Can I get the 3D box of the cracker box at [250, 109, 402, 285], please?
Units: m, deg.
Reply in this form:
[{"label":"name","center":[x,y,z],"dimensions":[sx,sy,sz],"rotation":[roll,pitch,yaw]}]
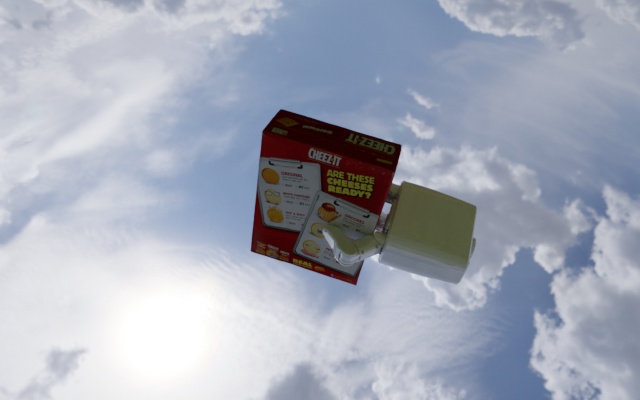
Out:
[{"label":"cracker box","center":[0.000,0.002,0.640],"dimensions":[0.164,0.214,0.072],"rotation":[17,41,6]}]
